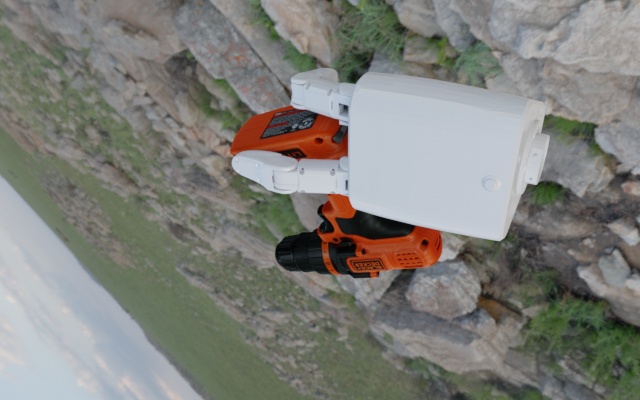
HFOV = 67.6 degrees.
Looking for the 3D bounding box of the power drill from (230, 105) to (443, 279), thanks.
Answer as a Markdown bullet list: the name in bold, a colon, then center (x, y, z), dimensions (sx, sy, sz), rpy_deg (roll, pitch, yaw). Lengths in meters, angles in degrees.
- **power drill**: center (0.000, 0.001, 0.444), dimensions (0.184, 0.057, 0.188), rpy_deg (-10, -47, 31)
